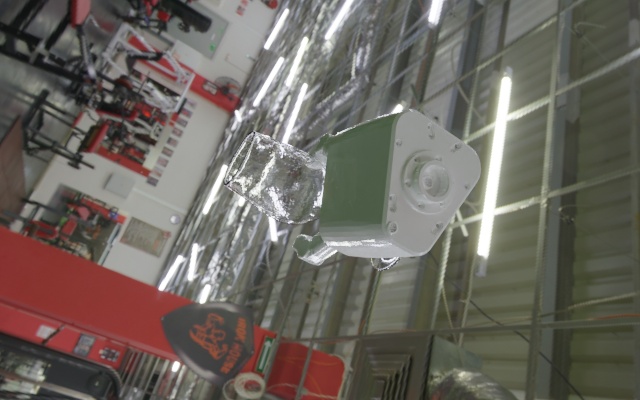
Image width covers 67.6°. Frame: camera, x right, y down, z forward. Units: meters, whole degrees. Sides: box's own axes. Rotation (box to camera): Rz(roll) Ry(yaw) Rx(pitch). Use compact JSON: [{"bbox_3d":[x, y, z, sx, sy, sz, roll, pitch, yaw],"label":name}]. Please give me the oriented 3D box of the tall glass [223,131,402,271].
[{"bbox_3d":[0.001,0.002,0.511,0.201,0.079,0.079,28,-11,-20],"label":"tall glass"}]
